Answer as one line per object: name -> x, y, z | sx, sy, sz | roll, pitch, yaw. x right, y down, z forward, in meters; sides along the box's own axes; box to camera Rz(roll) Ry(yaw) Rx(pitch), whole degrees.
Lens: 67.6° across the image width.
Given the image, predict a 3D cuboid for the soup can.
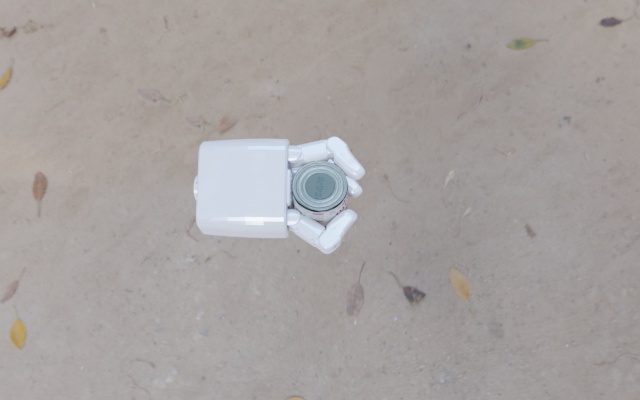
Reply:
soup can -> 0.001, 0.002, 0.595 | 0.068, 0.068, 0.102 | 0, -24, 1
